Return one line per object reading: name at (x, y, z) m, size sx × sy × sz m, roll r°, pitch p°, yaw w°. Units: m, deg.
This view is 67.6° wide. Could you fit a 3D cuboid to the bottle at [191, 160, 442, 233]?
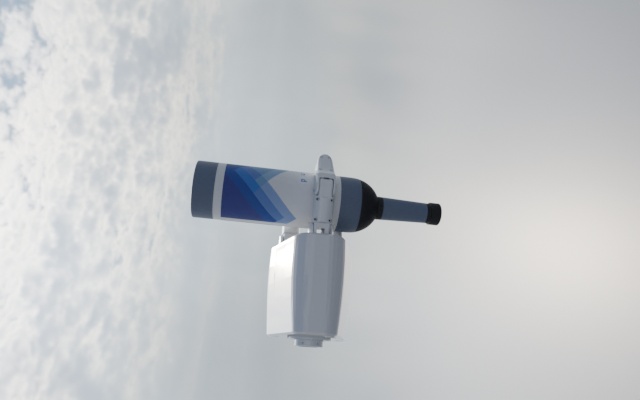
bottle at (0.000, 0.002, 0.572) m, size 0.296 × 0.069 × 0.069 m, roll 6°, pitch -1°, yaw -7°
